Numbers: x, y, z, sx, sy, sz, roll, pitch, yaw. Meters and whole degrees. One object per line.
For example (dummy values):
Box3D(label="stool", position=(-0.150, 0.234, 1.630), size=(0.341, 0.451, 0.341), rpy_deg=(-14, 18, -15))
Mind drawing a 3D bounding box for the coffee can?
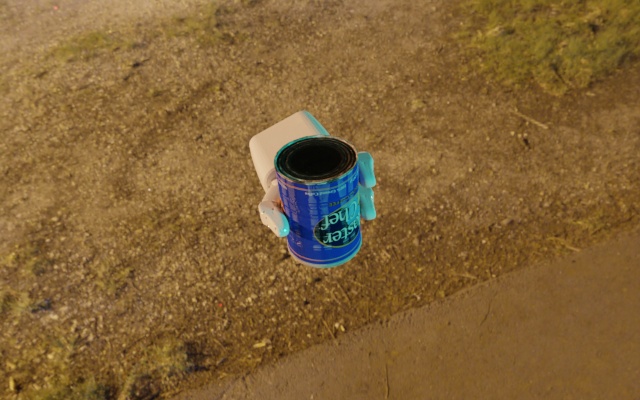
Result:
Box3D(label="coffee can", position=(0.000, 0.002, 0.614), size=(0.103, 0.140, 0.102), rpy_deg=(-3, 39, 3))
